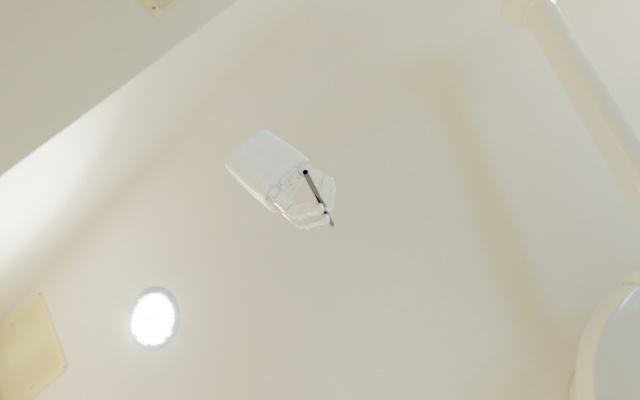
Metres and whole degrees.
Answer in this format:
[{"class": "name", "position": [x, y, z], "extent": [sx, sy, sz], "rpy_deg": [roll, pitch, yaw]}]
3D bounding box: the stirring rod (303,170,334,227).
[{"class": "stirring rod", "position": [0.000, 0.002, 0.789], "extent": [0.011, 0.011, 0.240], "rpy_deg": [0, -21, 11]}]
